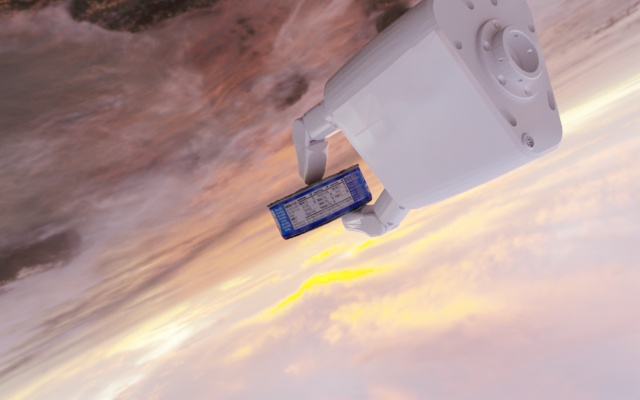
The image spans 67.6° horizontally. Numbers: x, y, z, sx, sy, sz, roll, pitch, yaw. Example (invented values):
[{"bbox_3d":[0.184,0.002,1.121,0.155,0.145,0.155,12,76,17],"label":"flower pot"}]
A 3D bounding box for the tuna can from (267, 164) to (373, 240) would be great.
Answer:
[{"bbox_3d":[0.000,0.002,0.405,0.086,0.034,0.086,-25,1,1],"label":"tuna can"}]
